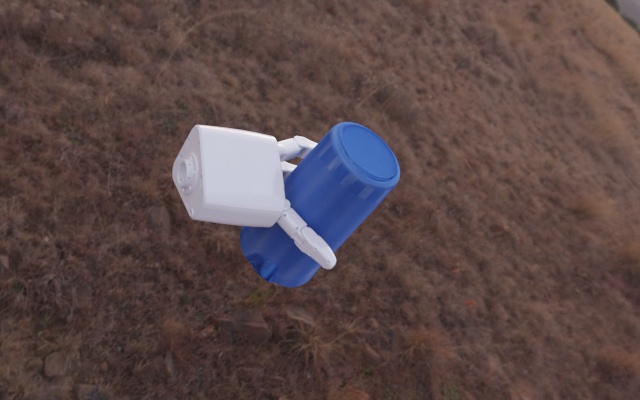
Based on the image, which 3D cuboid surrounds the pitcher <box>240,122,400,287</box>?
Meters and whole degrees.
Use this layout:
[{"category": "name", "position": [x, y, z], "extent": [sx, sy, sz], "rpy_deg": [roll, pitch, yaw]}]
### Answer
[{"category": "pitcher", "position": [0.000, 0.002, 0.675], "extent": [0.145, 0.149, 0.243], "rpy_deg": [7, -40, -37]}]
